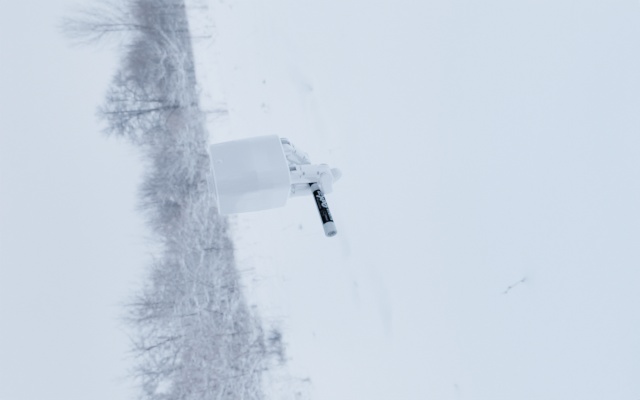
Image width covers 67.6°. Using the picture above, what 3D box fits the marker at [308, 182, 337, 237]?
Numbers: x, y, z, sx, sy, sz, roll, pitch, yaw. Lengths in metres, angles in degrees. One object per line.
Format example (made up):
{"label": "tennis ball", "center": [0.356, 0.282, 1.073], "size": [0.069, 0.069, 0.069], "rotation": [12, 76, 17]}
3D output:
{"label": "marker", "center": [0.000, 0.002, 0.733], "size": [0.020, 0.121, 0.020], "rotation": [-12, -36, -9]}
